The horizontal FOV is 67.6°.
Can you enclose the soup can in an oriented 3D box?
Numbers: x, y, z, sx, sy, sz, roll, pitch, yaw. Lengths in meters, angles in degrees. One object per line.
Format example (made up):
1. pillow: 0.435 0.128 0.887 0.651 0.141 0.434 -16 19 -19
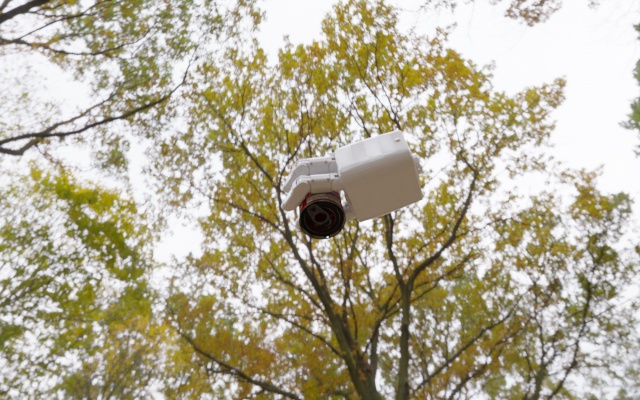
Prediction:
1. soup can: 0.000 0.002 0.728 0.068 0.068 0.102 0 32 -3
